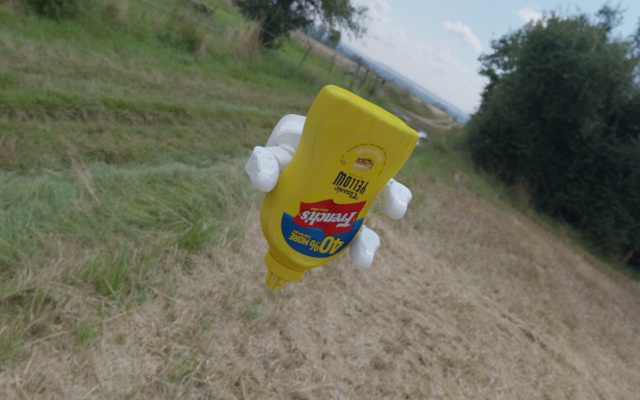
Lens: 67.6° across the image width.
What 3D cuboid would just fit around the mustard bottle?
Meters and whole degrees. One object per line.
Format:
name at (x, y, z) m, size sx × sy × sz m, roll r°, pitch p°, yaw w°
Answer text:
mustard bottle at (0.000, 0.001, 0.427) m, size 0.096 × 0.192 × 0.058 m, roll 18°, pitch 22°, yaw -34°
